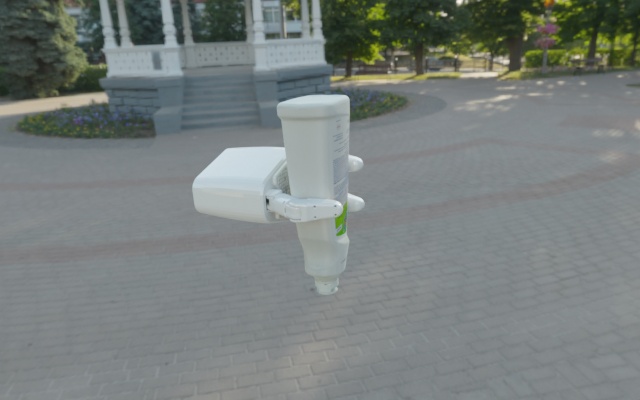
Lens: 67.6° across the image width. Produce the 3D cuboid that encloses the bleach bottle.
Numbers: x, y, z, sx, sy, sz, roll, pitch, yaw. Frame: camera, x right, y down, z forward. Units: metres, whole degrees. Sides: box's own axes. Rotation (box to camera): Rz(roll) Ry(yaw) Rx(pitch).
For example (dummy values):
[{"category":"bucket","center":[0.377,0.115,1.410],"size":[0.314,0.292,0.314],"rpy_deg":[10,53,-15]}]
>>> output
[{"category":"bleach bottle","center":[0.000,0.002,0.588],"size":[0.068,0.251,0.102],"rpy_deg":[5,19,22]}]
